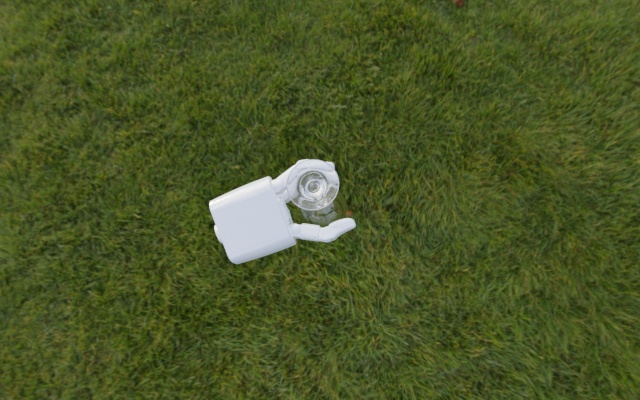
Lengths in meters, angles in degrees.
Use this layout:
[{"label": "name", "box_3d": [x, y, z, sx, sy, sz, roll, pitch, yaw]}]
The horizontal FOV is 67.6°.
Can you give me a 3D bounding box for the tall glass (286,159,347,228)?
[{"label": "tall glass", "box_3d": [0.000, 0.002, 0.759, 0.079, 0.079, 0.201, 0, -14, 7]}]
